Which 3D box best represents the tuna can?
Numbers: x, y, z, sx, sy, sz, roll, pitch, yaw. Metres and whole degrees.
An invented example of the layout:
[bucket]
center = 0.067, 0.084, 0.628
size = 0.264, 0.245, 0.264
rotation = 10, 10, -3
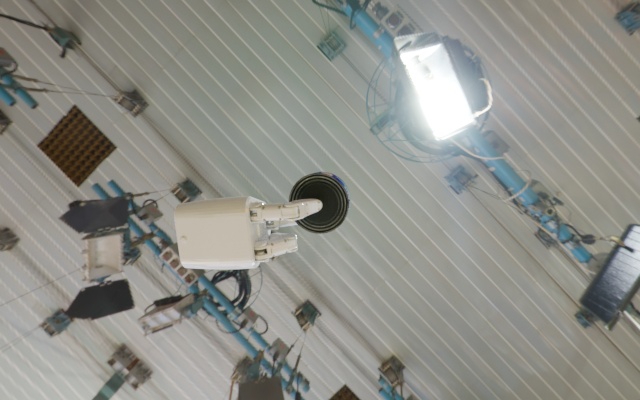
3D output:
[tuna can]
center = 0.000, 0.002, 0.679
size = 0.086, 0.086, 0.033
rotation = 0, 8, 11
